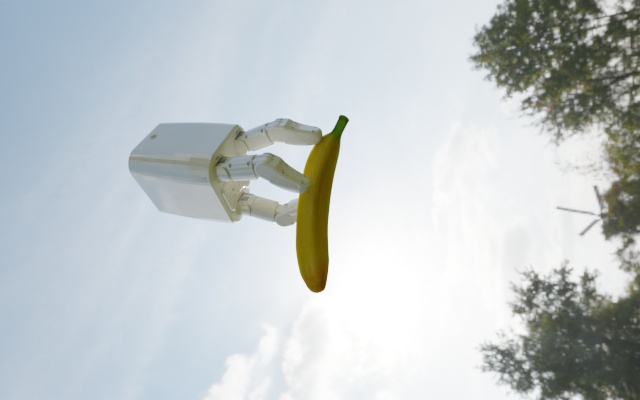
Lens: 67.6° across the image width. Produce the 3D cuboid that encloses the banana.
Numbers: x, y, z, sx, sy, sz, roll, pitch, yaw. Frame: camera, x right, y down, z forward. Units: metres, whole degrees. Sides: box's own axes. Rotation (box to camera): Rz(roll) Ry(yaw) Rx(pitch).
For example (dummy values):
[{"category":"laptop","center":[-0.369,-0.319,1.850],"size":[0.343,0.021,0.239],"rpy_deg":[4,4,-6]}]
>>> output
[{"category":"banana","center":[-0.004,0.005,0.507],"size":[0.037,0.197,0.070],"rpy_deg":[11,-24,-10]}]
